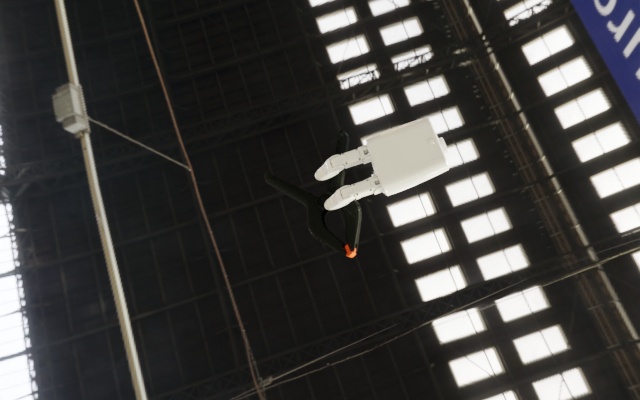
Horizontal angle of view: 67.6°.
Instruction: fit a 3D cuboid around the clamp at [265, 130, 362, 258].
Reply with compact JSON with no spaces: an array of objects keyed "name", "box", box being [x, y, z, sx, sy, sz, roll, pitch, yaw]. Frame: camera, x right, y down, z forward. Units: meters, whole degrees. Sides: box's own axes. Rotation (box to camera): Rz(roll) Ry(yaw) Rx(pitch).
[{"name":"clamp","box":[0.001,0.003,0.808,0.164,0.210,0.036,-22,-17,13]}]
